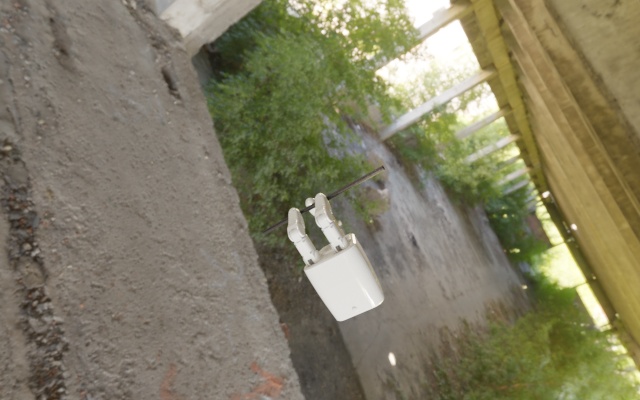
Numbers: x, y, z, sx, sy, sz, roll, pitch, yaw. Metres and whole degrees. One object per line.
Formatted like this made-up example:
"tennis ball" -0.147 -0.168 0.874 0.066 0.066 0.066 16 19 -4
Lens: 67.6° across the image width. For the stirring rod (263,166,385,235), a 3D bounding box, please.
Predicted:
"stirring rod" 0.000 0.003 0.787 0.239 0.011 0.011 -29 -11 22
